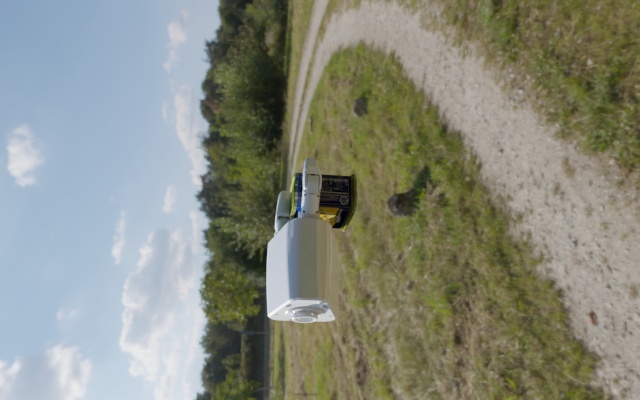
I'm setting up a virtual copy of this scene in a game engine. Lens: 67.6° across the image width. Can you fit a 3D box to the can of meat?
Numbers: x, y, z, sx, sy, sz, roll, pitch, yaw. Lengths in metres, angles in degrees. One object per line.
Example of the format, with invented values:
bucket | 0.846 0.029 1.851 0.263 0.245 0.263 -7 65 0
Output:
can of meat | 0.000 0.002 0.669 0.084 0.057 0.102 3 -24 -7
